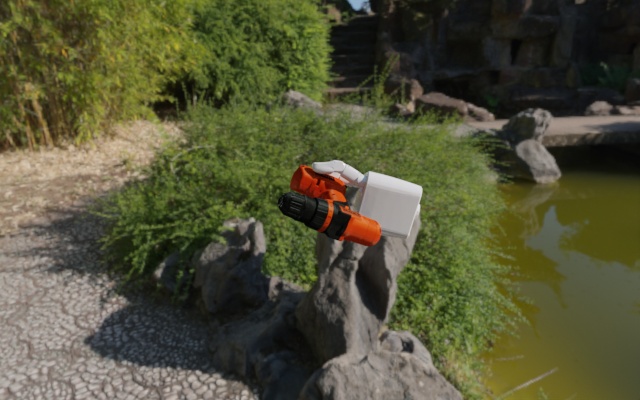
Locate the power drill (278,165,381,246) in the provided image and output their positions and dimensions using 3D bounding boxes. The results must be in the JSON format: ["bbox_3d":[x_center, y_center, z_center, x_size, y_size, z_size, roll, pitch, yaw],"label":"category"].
[{"bbox_3d":[0.000,0.003,0.831,0.184,0.057,0.187,23,19,-23],"label":"power drill"}]
